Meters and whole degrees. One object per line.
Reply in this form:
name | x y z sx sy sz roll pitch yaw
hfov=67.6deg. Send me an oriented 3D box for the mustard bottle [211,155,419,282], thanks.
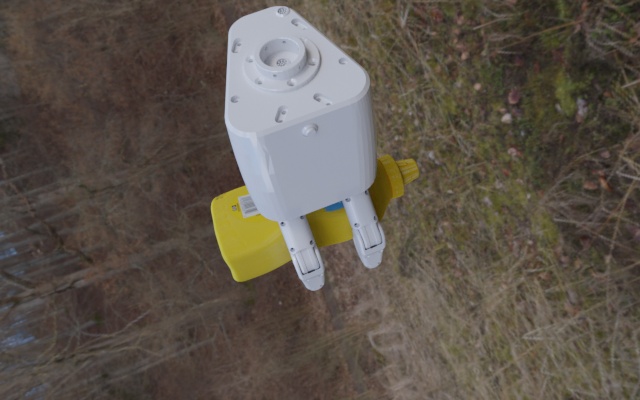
mustard bottle | 0.000 0.002 0.440 0.191 0.058 0.096 -21 37 -5
